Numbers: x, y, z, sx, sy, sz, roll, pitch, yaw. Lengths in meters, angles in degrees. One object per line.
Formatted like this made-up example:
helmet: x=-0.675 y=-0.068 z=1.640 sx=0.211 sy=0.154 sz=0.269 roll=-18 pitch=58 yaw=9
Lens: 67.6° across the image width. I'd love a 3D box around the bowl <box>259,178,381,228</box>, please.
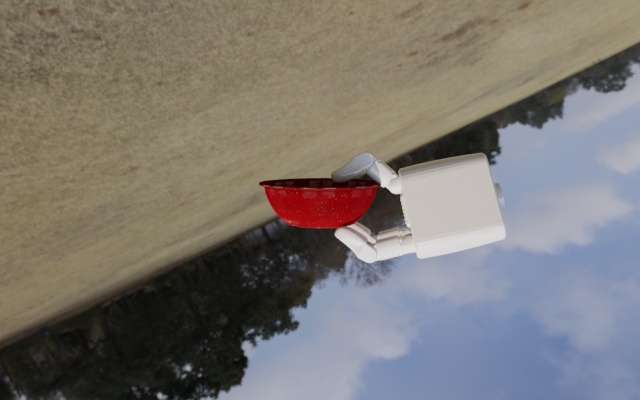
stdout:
bowl: x=-0.001 y=0.002 z=0.627 sx=0.162 sy=0.055 sz=0.162 roll=0 pitch=7 yaw=0
